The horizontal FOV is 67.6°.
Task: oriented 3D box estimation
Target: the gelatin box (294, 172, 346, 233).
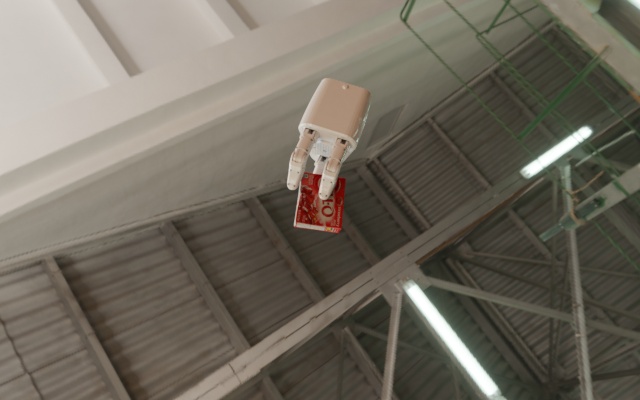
[{"bbox_3d":[0.000,0.003,0.762,0.073,0.089,0.030,9,-21,-5],"label":"gelatin box"}]
